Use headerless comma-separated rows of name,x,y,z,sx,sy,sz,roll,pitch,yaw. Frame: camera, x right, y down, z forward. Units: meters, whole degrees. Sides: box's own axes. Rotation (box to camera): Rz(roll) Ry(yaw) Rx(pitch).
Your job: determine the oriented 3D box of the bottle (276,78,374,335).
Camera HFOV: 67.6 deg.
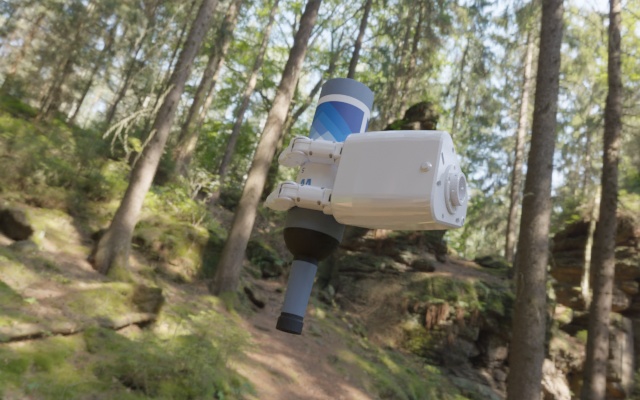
bottle,0.000,0.002,0.543,0.069,0.295,0.069,12,-20,5
